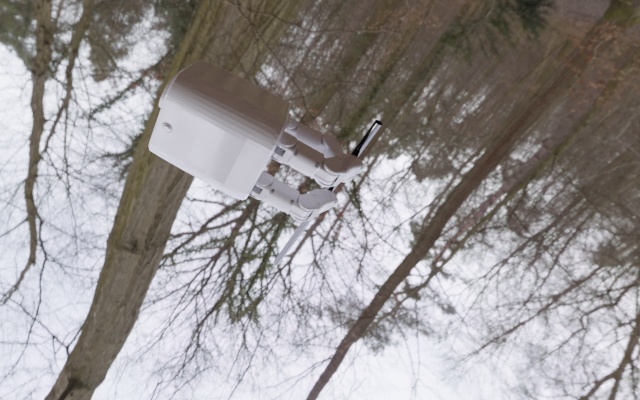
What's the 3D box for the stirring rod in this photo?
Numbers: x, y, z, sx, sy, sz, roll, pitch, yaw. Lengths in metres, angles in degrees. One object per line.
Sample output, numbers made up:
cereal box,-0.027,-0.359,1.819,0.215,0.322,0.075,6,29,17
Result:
stirring rod,0.000,0.002,0.533,0.011,0.011,0.240,0,-40,-37
